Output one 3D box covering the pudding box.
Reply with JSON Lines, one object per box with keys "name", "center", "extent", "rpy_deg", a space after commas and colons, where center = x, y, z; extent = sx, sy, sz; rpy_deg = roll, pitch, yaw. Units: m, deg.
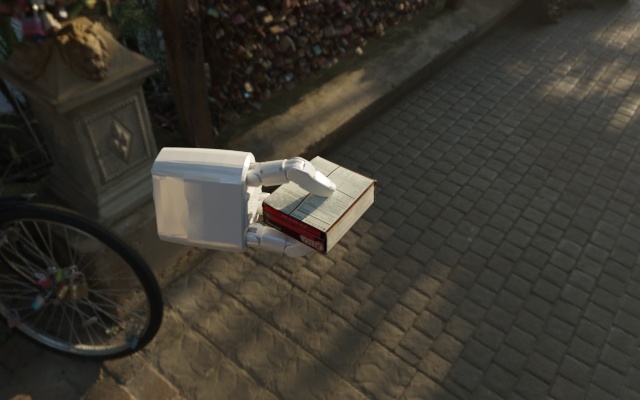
{"name": "pudding box", "center": [0.000, 0.002, 0.559], "extent": [0.090, 0.039, 0.113], "rpy_deg": [26, 49, 24]}
